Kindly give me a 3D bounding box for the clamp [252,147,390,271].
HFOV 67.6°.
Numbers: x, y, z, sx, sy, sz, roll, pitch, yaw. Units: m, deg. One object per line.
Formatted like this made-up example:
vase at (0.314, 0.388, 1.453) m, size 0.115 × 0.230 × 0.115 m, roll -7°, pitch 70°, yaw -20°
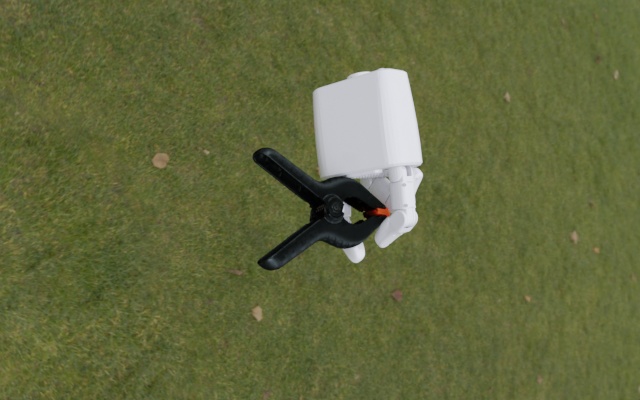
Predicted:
clamp at (0.001, 0.002, 0.504) m, size 0.171 × 0.120 × 0.039 m, roll -6°, pitch -2°, yaw -40°
